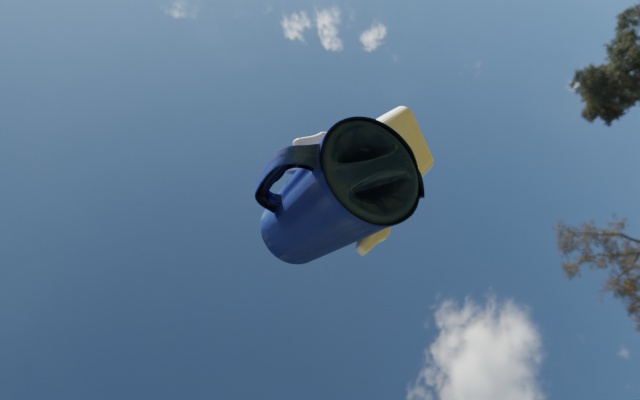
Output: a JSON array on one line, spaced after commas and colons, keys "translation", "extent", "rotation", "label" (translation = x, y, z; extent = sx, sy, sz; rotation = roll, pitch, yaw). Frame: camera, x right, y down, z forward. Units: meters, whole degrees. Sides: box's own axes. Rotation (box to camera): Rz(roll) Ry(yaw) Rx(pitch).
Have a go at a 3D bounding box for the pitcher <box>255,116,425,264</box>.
[{"translation": [0.000, 0.002, 0.620], "extent": [0.145, 0.149, 0.243], "rotation": [-39, 0, -35], "label": "pitcher"}]
